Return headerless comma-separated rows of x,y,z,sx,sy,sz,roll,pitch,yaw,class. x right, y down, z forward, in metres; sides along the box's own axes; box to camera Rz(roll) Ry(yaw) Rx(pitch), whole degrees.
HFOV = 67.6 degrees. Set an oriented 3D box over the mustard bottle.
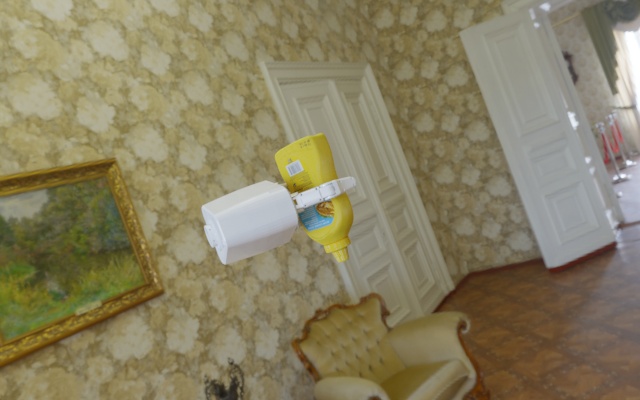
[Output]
0.000,0.002,0.722,0.058,0.191,0.096,-21,0,-45,mustard bottle
